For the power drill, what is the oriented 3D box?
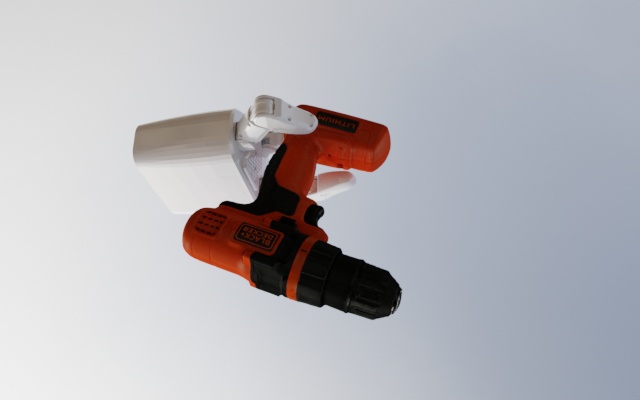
[{"bbox_3d":[0.000,0.001,0.420,0.184,0.187,0.057,18,-38,13],"label":"power drill"}]
